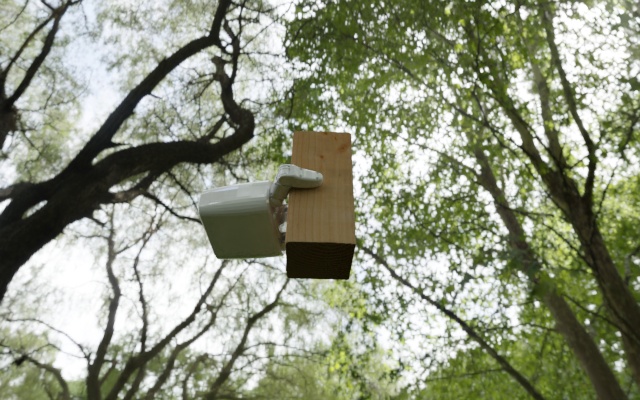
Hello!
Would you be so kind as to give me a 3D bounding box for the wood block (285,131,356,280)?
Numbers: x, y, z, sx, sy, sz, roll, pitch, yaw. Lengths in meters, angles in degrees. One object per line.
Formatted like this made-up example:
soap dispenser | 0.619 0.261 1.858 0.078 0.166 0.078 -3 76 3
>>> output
wood block | 0.000 0.002 0.691 0.090 0.206 0.091 2 -39 -1
